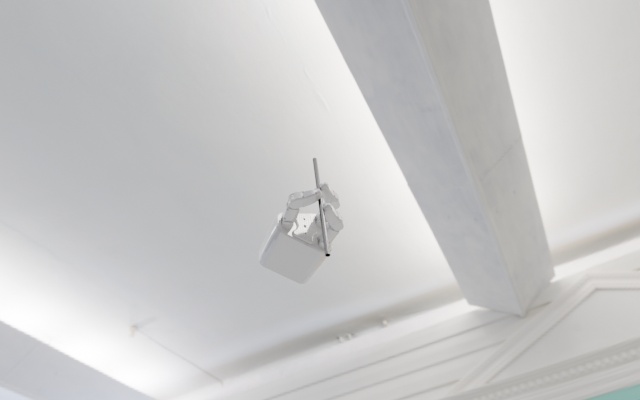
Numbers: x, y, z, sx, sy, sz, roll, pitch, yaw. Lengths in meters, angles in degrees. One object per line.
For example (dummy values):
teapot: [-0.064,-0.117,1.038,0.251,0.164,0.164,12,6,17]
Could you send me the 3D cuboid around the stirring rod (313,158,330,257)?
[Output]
stirring rod: [0.000,0.003,0.821,0.011,0.011,0.239,0,43,-7]
